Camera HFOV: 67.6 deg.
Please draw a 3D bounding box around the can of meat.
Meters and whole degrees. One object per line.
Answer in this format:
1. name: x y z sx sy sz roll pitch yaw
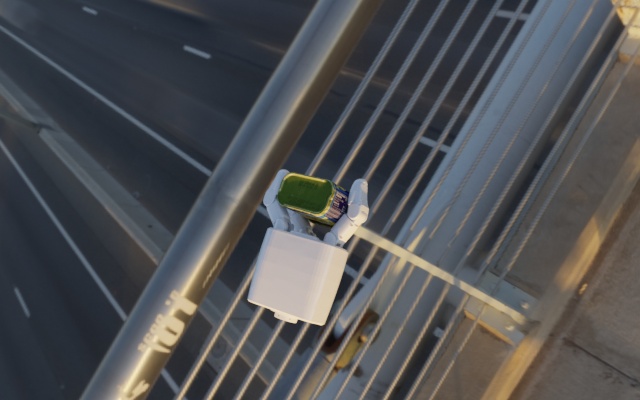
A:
1. can of meat: 0.000 0.002 0.681 0.102 0.057 0.084 14 -9 39
